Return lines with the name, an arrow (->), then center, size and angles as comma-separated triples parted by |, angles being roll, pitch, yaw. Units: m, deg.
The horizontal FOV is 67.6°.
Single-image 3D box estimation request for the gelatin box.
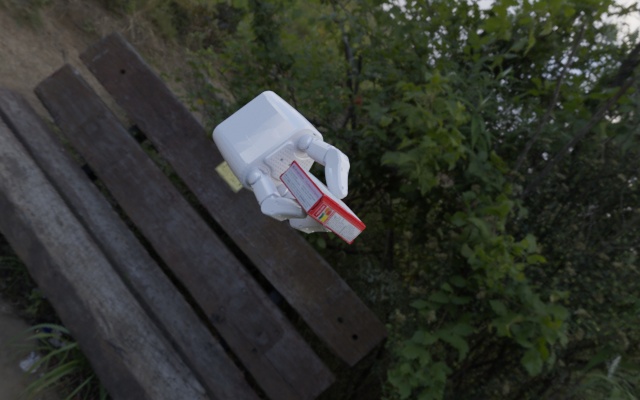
gelatin box -> 0.001, 0.002, 0.529 | 0.073, 0.030, 0.089 | 38, 7, -38
